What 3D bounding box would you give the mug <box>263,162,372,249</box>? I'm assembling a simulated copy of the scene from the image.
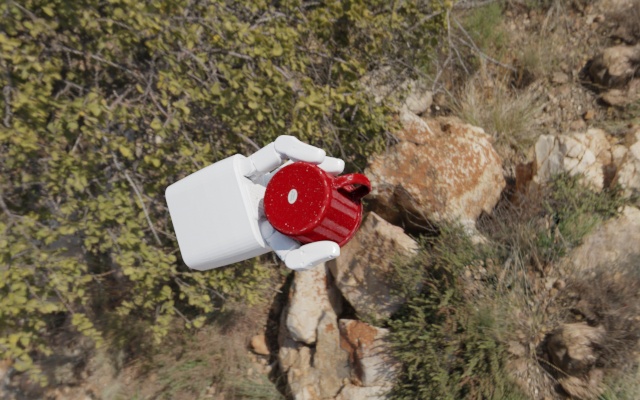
[{"bbox_3d":[0.001,0.001,0.527,0.117,0.093,0.081,-23,-22,19],"label":"mug"}]
